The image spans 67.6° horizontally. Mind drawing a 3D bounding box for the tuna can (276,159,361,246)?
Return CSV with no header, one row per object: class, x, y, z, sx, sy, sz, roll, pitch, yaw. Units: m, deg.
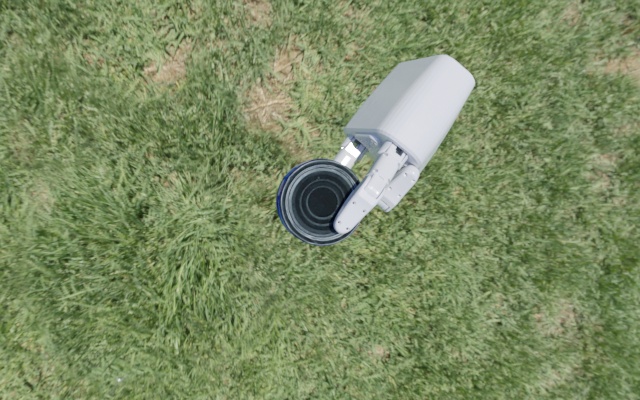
tuna can,0.000,0.002,0.473,0.086,0.086,0.034,0,2,-10
